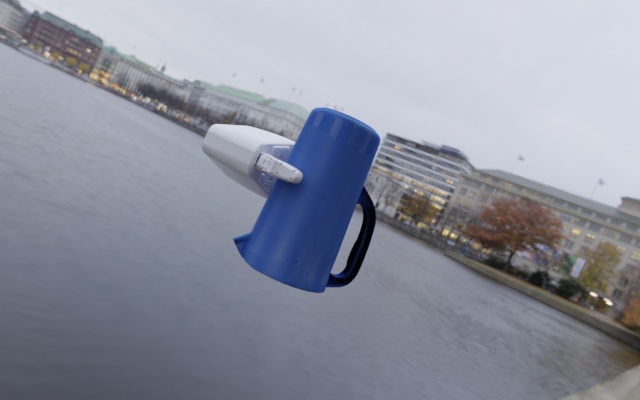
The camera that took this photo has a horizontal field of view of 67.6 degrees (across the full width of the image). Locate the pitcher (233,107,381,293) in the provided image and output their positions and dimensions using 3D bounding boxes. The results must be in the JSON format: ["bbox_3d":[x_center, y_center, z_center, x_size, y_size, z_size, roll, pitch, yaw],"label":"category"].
[{"bbox_3d":[0.000,0.002,0.681,0.145,0.243,0.149,25,1,29],"label":"pitcher"}]
